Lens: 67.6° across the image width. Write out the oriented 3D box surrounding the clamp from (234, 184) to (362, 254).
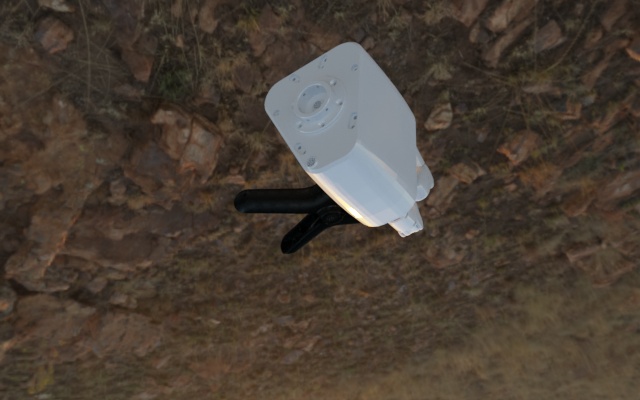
[{"bbox_3d":[0.000,0.002,0.495,0.171,0.039,0.120,-26,-33,20],"label":"clamp"}]
